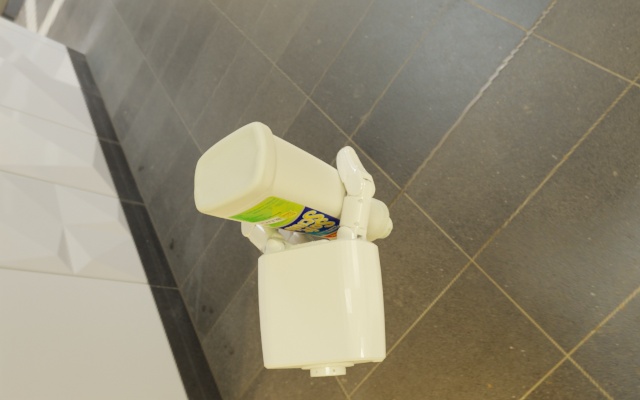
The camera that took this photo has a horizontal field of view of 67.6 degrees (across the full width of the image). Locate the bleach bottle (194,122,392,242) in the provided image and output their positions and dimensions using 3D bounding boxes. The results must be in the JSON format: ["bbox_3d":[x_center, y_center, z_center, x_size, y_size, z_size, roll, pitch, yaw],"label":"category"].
[{"bbox_3d":[0.000,0.002,0.501,0.102,0.068,0.251,-22,-28,37],"label":"bleach bottle"}]
